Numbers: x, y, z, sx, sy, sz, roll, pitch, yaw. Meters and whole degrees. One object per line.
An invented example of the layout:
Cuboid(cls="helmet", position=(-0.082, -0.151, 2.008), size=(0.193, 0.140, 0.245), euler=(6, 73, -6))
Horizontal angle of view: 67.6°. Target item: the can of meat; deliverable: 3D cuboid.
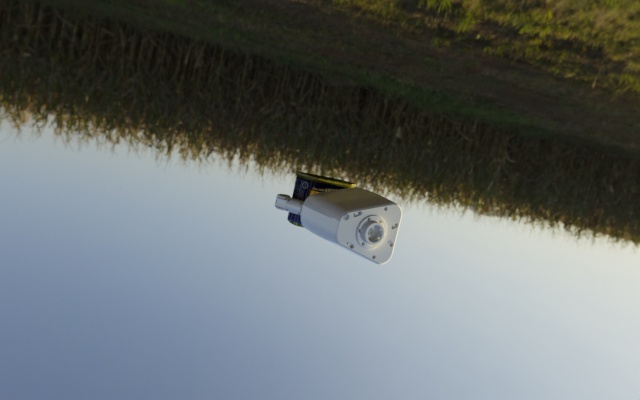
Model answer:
Cuboid(cls="can of meat", position=(0.000, 0.003, 0.791), size=(0.102, 0.084, 0.057), euler=(9, 7, -33))
